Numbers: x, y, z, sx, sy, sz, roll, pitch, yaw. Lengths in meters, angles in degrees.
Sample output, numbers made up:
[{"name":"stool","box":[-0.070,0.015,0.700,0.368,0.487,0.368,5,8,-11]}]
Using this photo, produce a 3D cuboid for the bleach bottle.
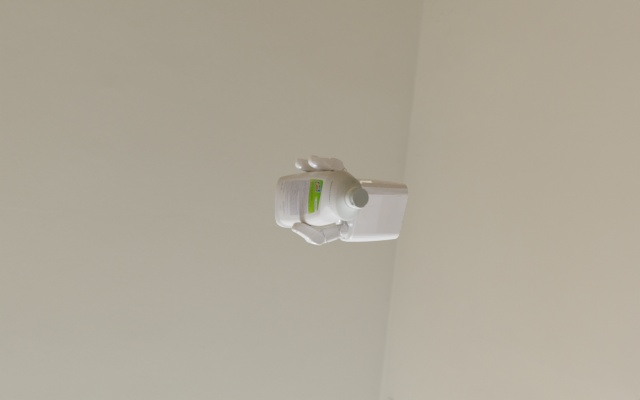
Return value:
[{"name":"bleach bottle","box":[0.000,0.002,0.794,0.068,0.102,0.251,0,1,-27]}]
